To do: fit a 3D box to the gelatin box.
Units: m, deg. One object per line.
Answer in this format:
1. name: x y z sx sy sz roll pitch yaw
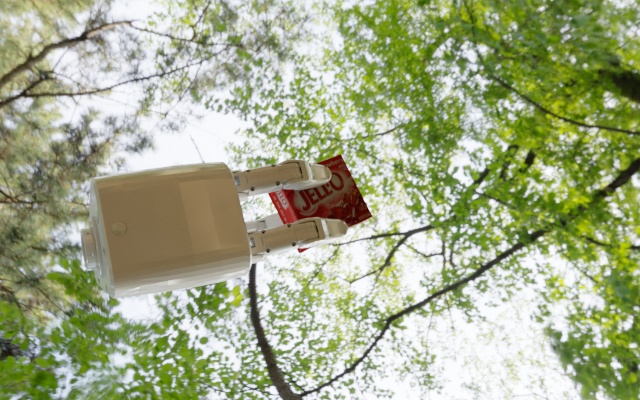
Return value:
1. gelatin box: 0.000 0.002 0.471 0.089 0.073 0.030 -23 -6 -39
